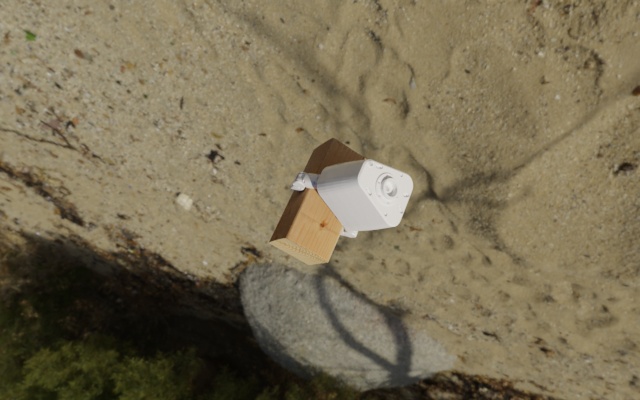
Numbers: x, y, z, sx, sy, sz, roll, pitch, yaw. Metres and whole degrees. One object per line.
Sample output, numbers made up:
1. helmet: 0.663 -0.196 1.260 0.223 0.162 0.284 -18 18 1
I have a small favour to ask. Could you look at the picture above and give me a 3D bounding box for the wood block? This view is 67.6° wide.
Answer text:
1. wood block: 0.000 0.003 0.870 0.091 0.206 0.090 31 -22 -17
